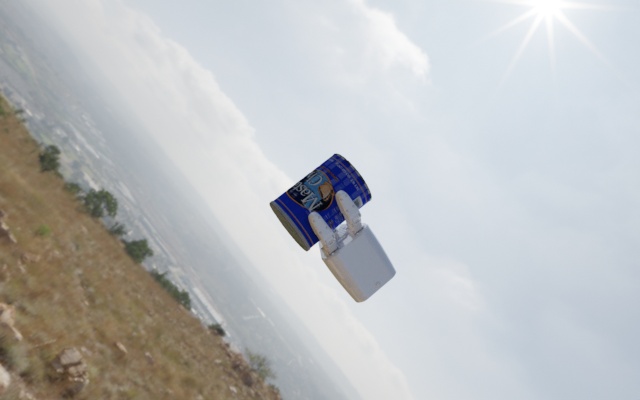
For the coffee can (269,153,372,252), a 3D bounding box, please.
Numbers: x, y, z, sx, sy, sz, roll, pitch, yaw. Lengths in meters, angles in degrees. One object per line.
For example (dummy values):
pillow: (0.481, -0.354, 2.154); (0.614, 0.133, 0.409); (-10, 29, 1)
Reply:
coffee can: (0.000, 0.003, 0.801); (0.140, 0.103, 0.103); (-38, 8, -11)
